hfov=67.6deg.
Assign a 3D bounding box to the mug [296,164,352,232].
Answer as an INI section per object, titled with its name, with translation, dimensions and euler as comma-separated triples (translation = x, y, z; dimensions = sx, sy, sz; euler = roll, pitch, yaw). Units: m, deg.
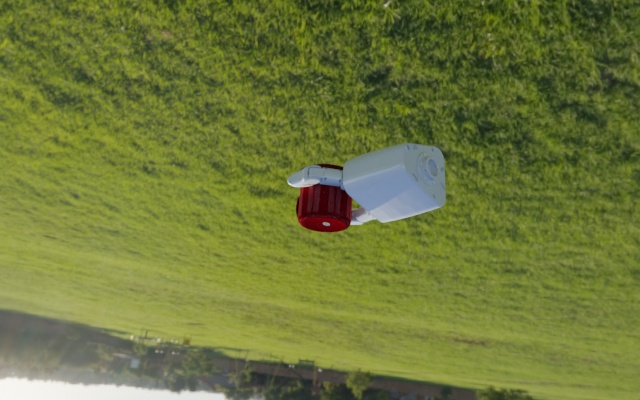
[mug]
translation = -0.001, 0.003, 0.749
dimensions = 0.093, 0.081, 0.117
euler = 22, -28, -38
